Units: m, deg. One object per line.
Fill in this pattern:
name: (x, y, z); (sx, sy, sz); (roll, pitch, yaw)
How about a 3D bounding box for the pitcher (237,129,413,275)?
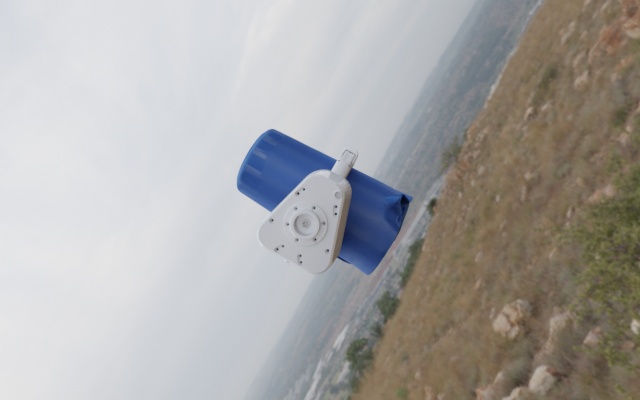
pitcher: (0.000, 0.002, 0.717); (0.243, 0.149, 0.145); (30, 8, 3)
